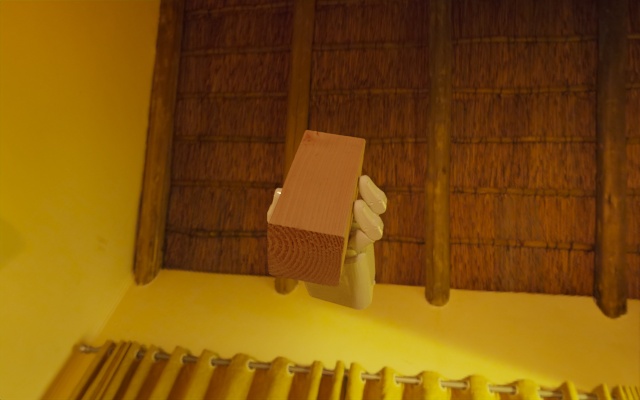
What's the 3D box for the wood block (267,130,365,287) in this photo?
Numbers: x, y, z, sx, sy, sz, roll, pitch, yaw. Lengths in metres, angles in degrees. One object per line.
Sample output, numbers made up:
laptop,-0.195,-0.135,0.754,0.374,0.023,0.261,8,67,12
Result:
wood block,0.000,0.002,0.636,0.091,0.090,0.206,9,40,6
